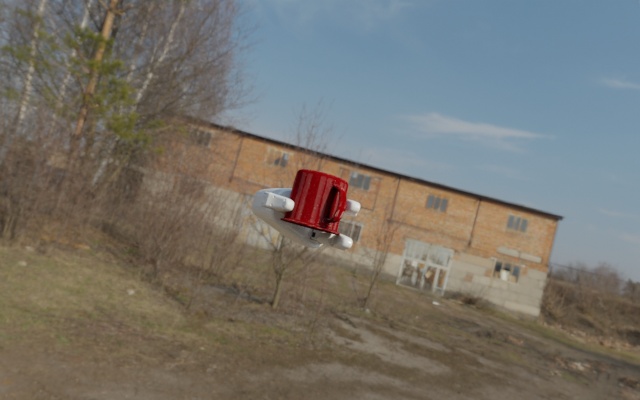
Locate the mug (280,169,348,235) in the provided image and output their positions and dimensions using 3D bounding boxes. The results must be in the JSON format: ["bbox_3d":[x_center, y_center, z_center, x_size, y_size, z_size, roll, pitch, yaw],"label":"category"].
[{"bbox_3d":[0.001,0.002,0.710,0.093,0.081,0.117,18,-6,-29],"label":"mug"}]
